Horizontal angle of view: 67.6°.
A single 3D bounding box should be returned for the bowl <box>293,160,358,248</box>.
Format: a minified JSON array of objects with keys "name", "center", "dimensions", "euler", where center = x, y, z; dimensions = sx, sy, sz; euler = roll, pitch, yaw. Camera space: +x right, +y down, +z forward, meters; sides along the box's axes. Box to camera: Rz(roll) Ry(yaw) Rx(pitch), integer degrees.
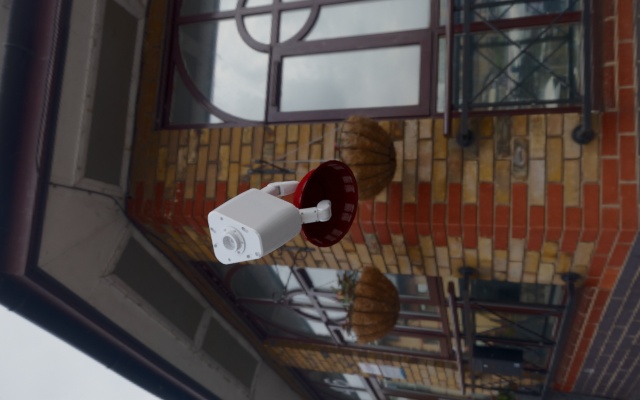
[{"name":"bowl","center":[0.001,0.003,0.886],"dimensions":[0.055,0.162,0.162],"euler":[12,8,42]}]
